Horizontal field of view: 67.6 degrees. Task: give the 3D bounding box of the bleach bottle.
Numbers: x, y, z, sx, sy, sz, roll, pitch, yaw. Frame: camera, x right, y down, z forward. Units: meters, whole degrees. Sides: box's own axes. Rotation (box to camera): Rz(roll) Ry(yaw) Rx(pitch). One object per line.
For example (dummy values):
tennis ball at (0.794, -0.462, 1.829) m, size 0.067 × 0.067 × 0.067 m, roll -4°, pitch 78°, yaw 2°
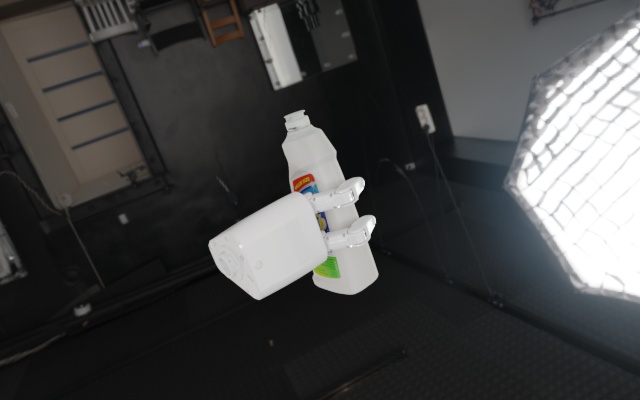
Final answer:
bleach bottle at (0.000, 0.002, 0.654) m, size 0.068 × 0.251 × 0.102 m, roll -29°, pitch 19°, yaw -32°
